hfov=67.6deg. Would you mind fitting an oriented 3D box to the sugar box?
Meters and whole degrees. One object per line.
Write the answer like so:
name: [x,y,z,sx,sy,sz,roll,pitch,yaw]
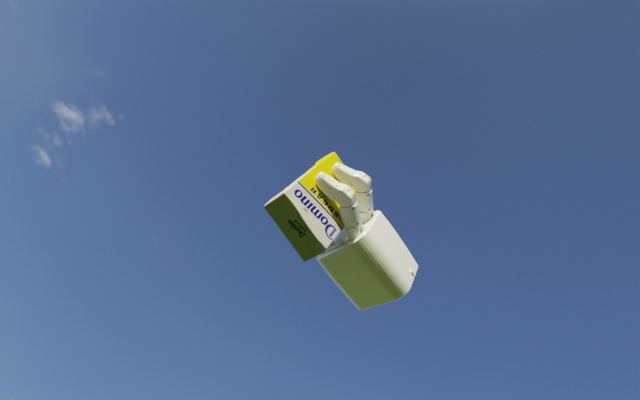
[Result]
sugar box: [0.001,0.002,0.672,0.048,0.093,0.176,-32,7,29]
